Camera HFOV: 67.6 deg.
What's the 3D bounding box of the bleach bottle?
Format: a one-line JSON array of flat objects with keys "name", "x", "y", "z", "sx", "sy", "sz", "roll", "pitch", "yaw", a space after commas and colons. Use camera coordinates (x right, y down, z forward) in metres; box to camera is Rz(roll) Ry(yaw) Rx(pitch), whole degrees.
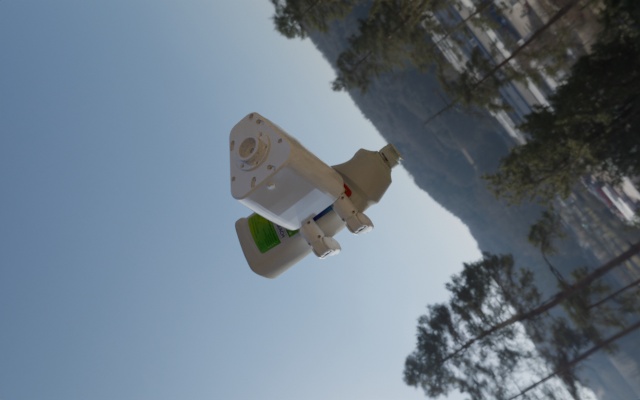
[{"name": "bleach bottle", "x": 0.000, "y": 0.002, "z": 0.658, "sx": 0.251, "sy": 0.102, "sz": 0.068, "roll": -37, "pitch": -36, "yaw": 16}]
